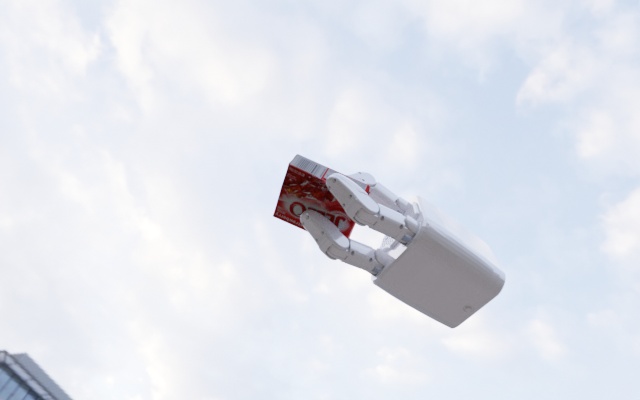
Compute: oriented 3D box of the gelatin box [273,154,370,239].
[{"bbox_3d":[0.000,0.001,0.516,0.089,0.073,0.030,24,36,6],"label":"gelatin box"}]
